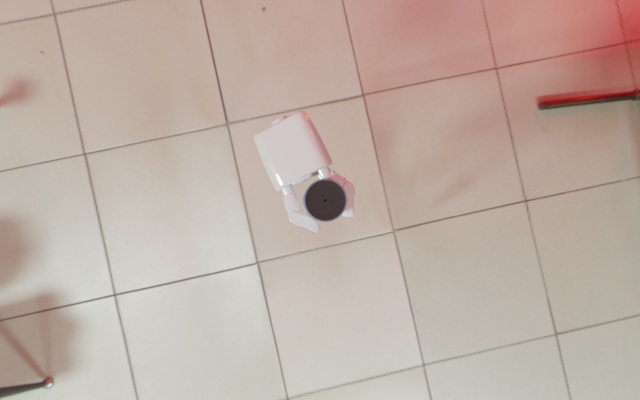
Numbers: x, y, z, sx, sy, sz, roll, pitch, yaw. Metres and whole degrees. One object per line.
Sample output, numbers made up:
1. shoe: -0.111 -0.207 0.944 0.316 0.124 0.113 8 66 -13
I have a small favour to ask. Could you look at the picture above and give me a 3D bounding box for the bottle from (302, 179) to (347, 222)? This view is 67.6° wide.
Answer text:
1. bottle: 0.000 0.003 0.873 0.069 0.069 0.296 0 -1 -3
